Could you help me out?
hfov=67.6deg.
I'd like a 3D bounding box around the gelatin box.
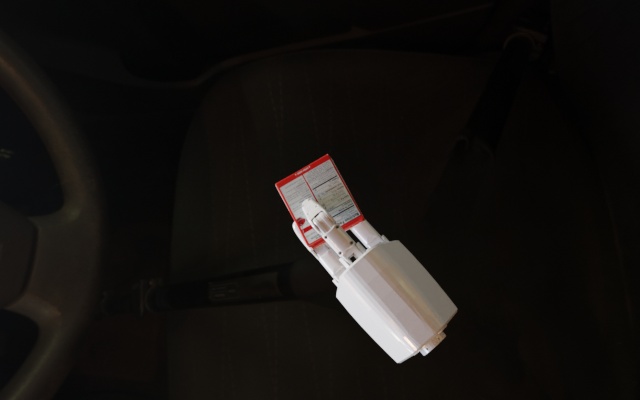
[{"bbox_3d":[0.000,0.001,0.563,0.073,0.089,0.030,-30,-13,5],"label":"gelatin box"}]
